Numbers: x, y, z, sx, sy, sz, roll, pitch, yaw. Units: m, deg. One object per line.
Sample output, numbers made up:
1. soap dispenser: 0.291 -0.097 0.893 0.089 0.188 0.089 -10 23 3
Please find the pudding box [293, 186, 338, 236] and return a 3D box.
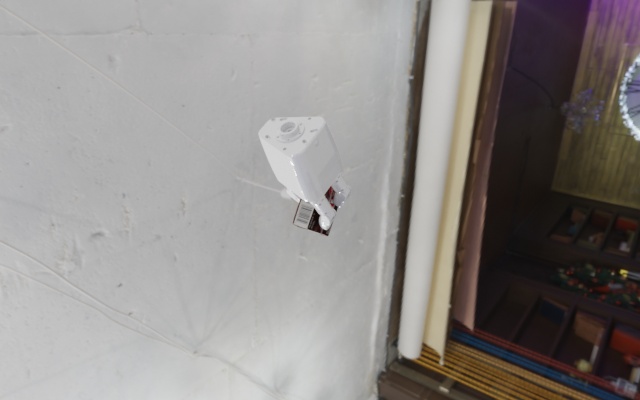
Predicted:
1. pudding box: 0.000 0.003 0.875 0.039 0.113 0.090 20 -3 29
